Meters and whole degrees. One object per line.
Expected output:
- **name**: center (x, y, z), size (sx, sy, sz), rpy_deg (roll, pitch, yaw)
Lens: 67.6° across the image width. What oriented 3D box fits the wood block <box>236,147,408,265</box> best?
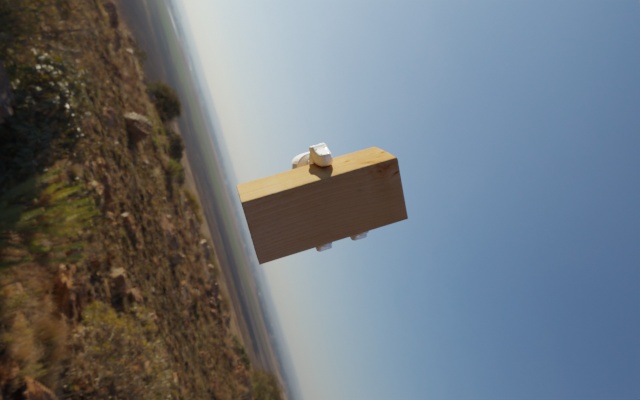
- **wood block**: center (0.000, 0.002, 0.648), size (0.206, 0.091, 0.090), rpy_deg (-17, 20, -9)
